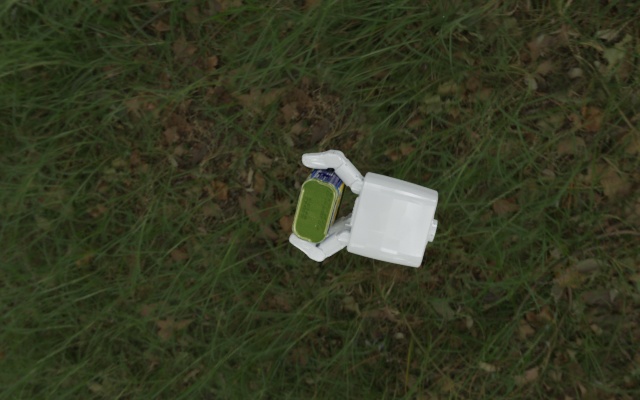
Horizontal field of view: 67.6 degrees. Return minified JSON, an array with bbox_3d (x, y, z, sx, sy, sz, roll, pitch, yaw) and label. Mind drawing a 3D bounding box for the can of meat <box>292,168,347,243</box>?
[{"bbox_3d":[0.000,0.002,0.702,0.057,0.102,0.084,17,24,7],"label":"can of meat"}]
